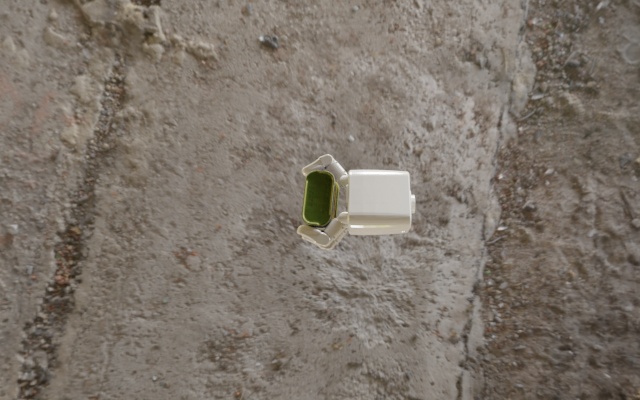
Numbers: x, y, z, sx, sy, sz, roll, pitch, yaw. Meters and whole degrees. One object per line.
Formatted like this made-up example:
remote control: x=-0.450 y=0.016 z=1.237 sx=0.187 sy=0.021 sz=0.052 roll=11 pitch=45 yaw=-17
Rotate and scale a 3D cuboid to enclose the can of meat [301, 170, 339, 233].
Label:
can of meat: x=0.000 y=0.003 z=0.848 sx=0.057 sy=0.102 sz=0.084 roll=4 pitch=-10 yaw=6
